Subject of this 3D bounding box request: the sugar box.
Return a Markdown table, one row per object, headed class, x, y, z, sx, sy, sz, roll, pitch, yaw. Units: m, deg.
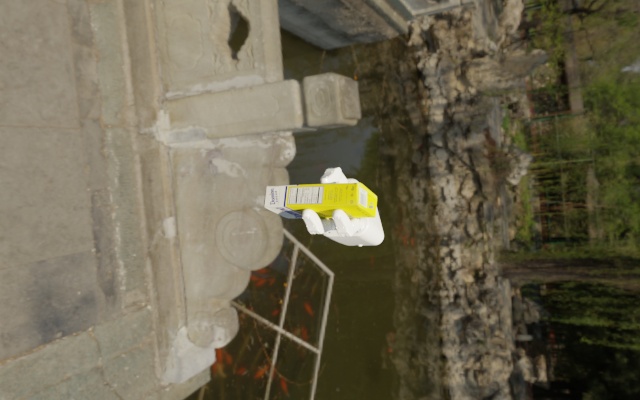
| class | x | y | z | sx | sy | sz | roll | pitch | yaw |
| --- | --- | --- | --- | --- | --- | --- | --- | --- | --- |
| sugar box | 0.000 | 0.003 | 0.832 | 0.176 | 0.048 | 0.093 | -4 | -17 | 25 |
